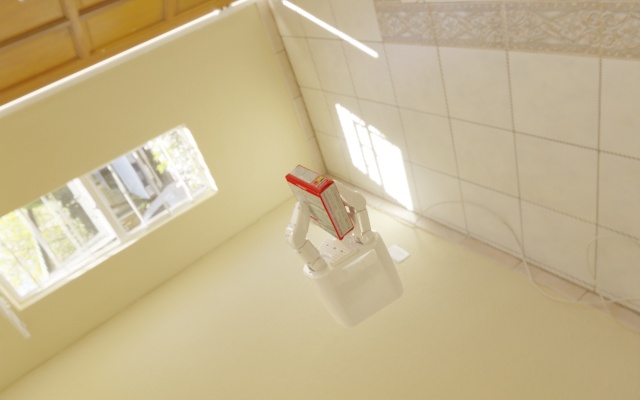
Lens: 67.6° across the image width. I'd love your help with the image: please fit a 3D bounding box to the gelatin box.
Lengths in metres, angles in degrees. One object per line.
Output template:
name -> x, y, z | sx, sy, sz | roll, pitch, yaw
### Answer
gelatin box -> 0.000, 0.002, 0.625 | 0.030, 0.089, 0.073 | -42, 41, -18
